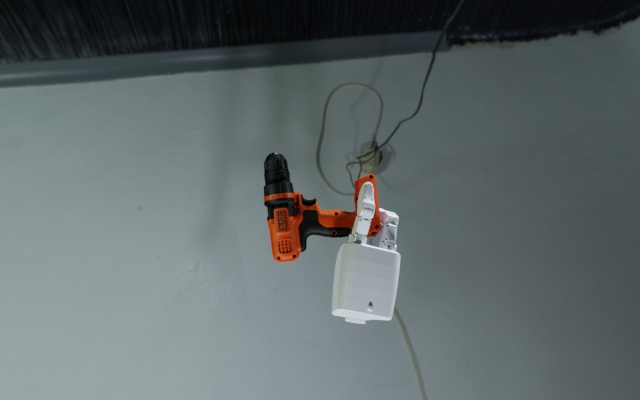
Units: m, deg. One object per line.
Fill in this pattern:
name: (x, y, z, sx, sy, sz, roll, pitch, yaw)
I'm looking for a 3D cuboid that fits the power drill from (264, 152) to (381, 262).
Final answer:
power drill: (0.001, 0.003, 0.799, 0.187, 0.184, 0.057, -7, -6, -2)
